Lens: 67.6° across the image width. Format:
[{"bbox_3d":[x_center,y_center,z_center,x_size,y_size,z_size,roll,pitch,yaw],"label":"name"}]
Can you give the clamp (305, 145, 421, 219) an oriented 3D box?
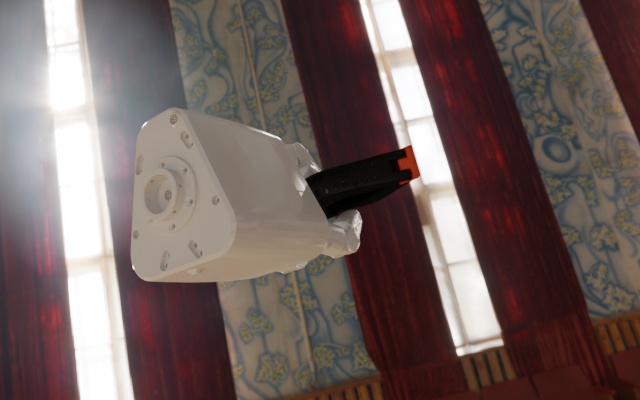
[{"bbox_3d":[0.000,0.001,0.450,0.210,0.036,0.164,-20,-13,27],"label":"clamp"}]
